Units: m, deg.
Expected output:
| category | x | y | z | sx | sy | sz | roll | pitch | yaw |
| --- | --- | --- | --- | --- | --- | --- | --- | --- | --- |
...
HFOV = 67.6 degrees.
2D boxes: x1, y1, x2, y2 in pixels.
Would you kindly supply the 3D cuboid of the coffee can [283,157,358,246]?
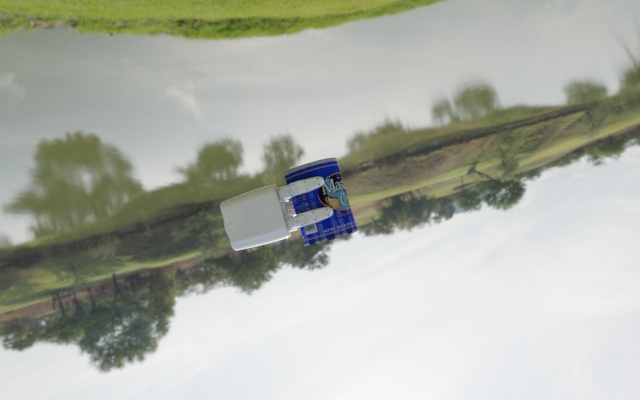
| category | x | y | z | sx | sy | sz | roll | pitch | yaw |
| --- | --- | --- | --- | --- | --- | --- | --- | --- | --- |
| coffee can | 0.000 | 0.003 | 0.878 | 0.103 | 0.140 | 0.103 | -17 | -2 | -1 |
